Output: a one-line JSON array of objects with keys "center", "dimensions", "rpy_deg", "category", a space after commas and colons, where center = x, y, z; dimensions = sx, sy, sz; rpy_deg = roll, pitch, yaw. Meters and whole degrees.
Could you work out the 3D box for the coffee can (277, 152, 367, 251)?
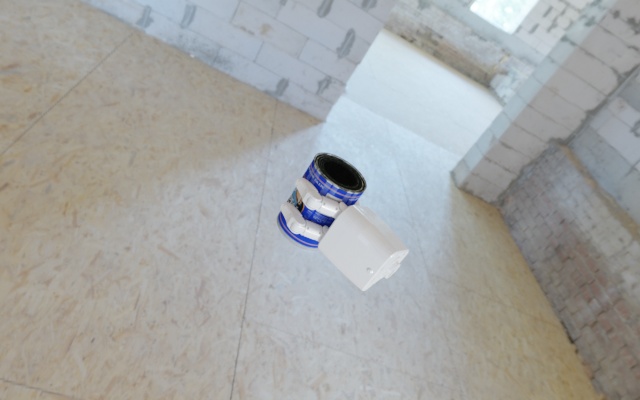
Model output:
[{"center": [0.000, 0.003, 0.827], "dimensions": [0.103, 0.140, 0.102], "rpy_deg": [24, 31, -16], "category": "coffee can"}]
